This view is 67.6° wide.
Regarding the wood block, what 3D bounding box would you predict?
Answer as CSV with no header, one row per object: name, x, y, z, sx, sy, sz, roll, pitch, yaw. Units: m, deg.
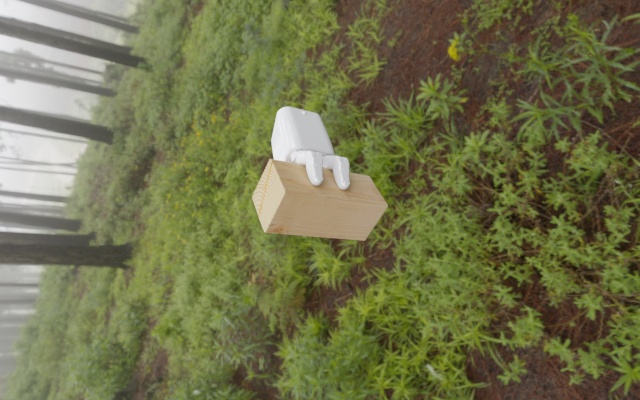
wood block,0.000,0.003,0.831,0.206,0.091,0.090,7,38,-32
